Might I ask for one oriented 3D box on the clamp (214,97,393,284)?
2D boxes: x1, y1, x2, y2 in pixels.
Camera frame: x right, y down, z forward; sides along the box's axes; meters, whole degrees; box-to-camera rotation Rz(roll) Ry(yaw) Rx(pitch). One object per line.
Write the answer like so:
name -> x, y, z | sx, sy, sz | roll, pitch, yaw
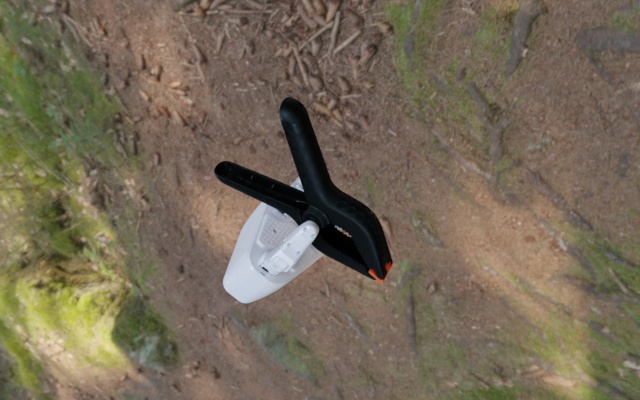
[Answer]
clamp -> 0.000, 0.003, 0.470 | 0.210, 0.036, 0.165 | 40, -34, -7
